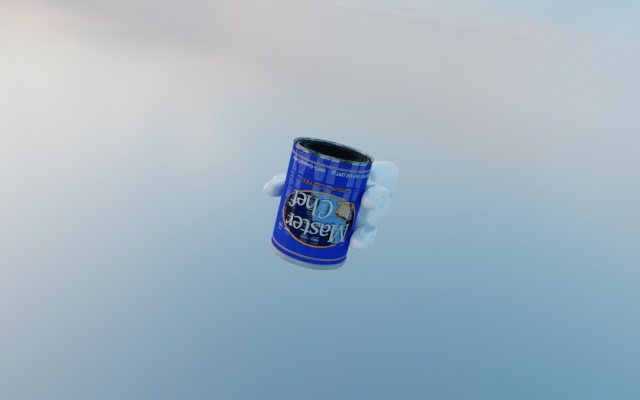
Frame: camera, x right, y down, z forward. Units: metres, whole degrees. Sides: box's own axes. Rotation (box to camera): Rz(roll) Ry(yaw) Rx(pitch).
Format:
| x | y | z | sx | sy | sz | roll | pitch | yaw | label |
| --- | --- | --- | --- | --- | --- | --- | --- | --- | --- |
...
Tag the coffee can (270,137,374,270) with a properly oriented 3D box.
| x | y | z | sx | sy | sz | roll | pitch | yaw | label |
| --- | --- | --- | --- | --- | --- | --- | --- | --- | --- |
| 0.000 | 0.002 | 0.604 | 0.103 | 0.140 | 0.102 | 13 | 17 | -4 | coffee can |
